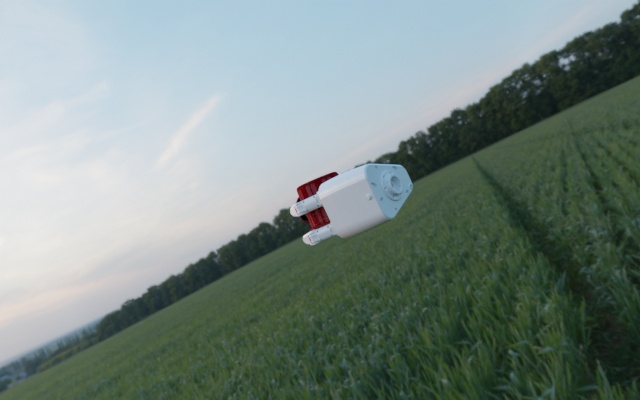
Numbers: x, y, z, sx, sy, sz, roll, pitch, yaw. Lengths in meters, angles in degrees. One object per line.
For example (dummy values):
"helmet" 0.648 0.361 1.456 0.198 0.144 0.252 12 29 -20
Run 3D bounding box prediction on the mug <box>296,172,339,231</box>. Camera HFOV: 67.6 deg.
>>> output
"mug" -0.001 0.003 0.867 0.117 0.081 0.093 -24 -1 43
